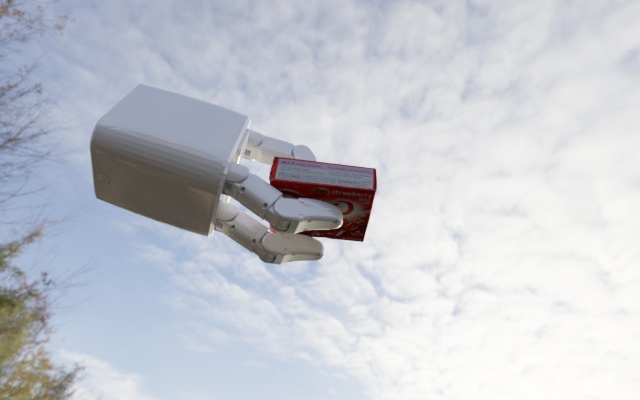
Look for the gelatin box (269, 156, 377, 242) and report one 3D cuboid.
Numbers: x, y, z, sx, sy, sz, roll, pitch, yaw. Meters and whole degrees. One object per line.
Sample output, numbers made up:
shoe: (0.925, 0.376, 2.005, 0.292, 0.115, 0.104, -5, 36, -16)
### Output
gelatin box: (0.000, 0.001, 0.418, 0.089, 0.030, 0.073, 6, -40, 0)
